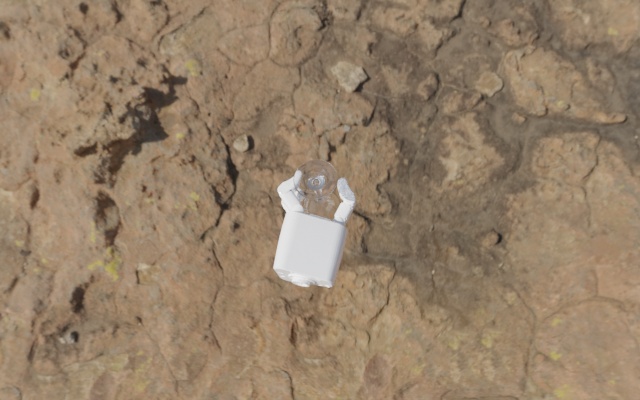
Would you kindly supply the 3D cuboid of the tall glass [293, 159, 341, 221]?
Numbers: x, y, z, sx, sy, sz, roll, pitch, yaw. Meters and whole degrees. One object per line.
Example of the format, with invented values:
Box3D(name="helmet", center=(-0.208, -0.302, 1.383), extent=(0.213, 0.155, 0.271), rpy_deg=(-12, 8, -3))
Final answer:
Box3D(name="tall glass", center=(0.000, 0.003, 0.889), extent=(0.079, 0.079, 0.201), rpy_deg=(0, -23, 6))
